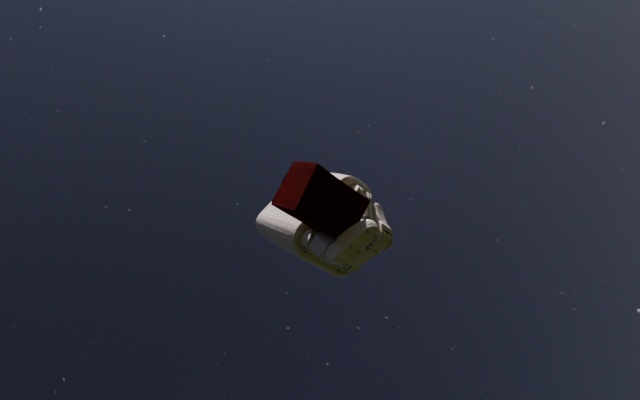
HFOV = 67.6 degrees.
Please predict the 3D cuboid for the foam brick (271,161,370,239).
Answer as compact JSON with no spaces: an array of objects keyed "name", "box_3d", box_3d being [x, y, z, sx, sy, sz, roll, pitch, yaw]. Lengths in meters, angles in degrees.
[{"name":"foam brick","box_3d":[0.000,0.001,0.486,0.078,0.053,0.051,34,-10,-33]}]
